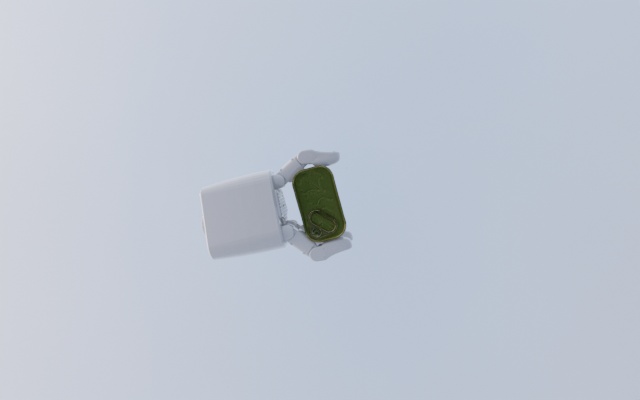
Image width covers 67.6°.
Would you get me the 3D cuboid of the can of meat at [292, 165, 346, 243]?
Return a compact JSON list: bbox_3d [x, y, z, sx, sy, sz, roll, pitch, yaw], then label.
[{"bbox_3d":[0.000,0.002,0.680,0.057,0.102,0.084,-15,3,3],"label":"can of meat"}]
